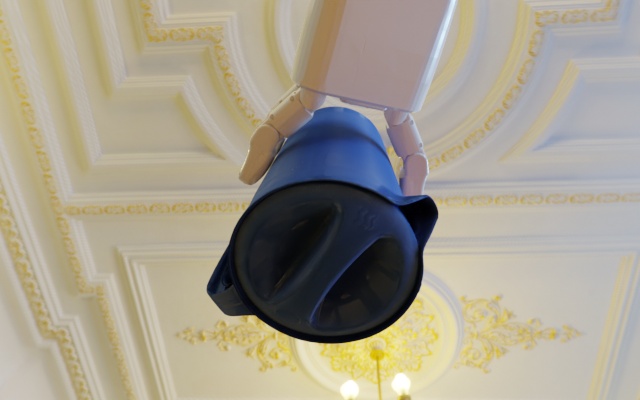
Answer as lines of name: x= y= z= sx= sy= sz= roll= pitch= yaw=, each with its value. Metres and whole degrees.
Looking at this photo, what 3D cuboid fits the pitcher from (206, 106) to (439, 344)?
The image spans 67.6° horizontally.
pitcher: x=0.000 y=0.001 z=0.427 sx=0.149 sy=0.145 sz=0.242 roll=14 pitch=25 yaw=-3
